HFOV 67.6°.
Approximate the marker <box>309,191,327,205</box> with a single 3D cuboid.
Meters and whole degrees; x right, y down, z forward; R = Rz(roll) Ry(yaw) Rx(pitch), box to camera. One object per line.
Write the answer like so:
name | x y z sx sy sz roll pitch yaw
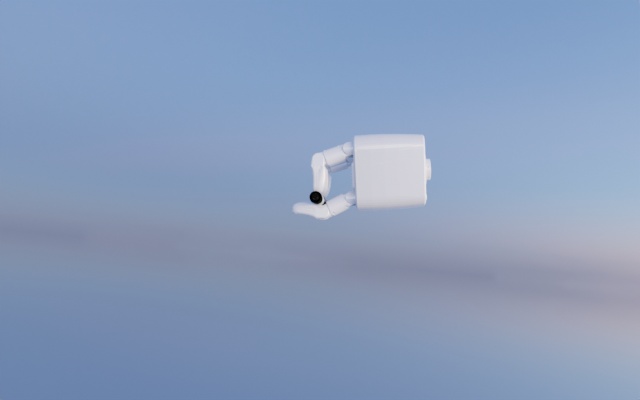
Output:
marker | 0.000 0.002 0.759 0.020 0.020 0.121 0 -8 8
